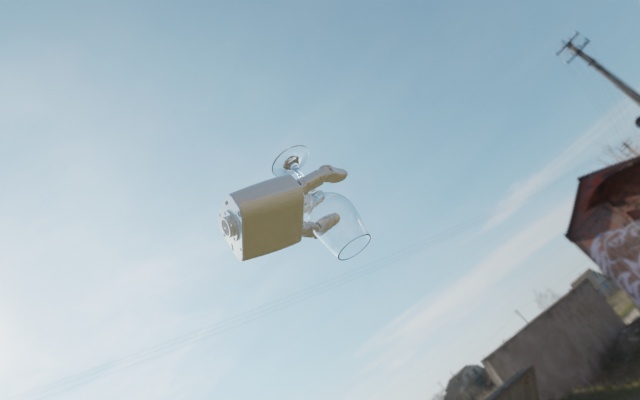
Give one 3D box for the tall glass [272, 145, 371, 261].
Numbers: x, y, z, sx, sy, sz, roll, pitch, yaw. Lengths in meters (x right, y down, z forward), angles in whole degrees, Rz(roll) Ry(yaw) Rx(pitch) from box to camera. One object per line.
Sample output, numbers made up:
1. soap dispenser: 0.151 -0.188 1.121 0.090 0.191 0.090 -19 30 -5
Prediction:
1. tall glass: 0.000 0.002 0.783 0.079 0.201 0.079 -28 -29 -17
